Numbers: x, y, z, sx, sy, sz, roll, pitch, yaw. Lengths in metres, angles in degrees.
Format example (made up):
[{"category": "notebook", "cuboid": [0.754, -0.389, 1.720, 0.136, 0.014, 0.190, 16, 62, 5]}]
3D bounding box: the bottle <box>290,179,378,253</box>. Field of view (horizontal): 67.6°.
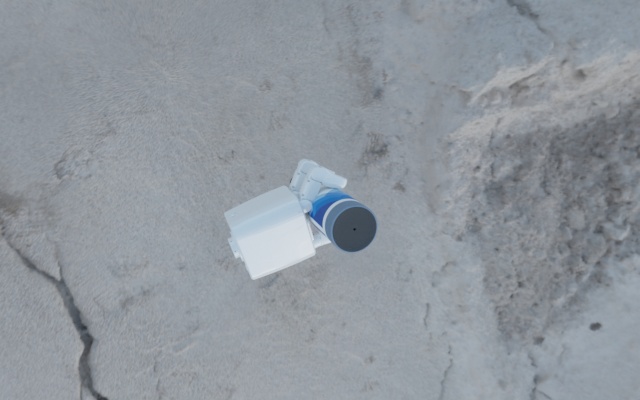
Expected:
[{"category": "bottle", "cuboid": [0.000, 0.003, 0.755, 0.069, 0.069, 0.295, 0, 14, -18]}]
